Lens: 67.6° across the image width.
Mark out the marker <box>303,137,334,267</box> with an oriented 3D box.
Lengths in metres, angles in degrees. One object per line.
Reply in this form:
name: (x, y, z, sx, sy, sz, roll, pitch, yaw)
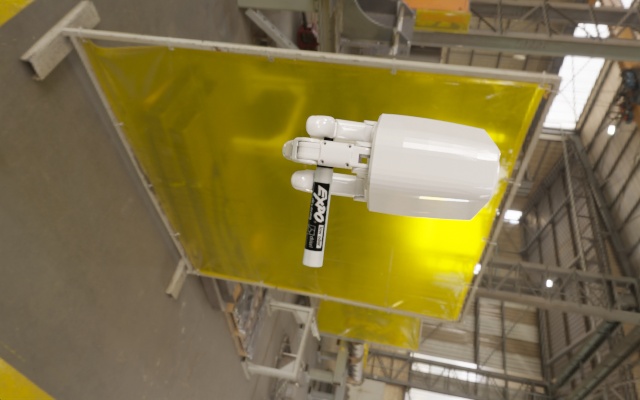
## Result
marker: (0.000, 0.001, 0.447, 0.020, 0.121, 0.020, 7, 4, -1)
